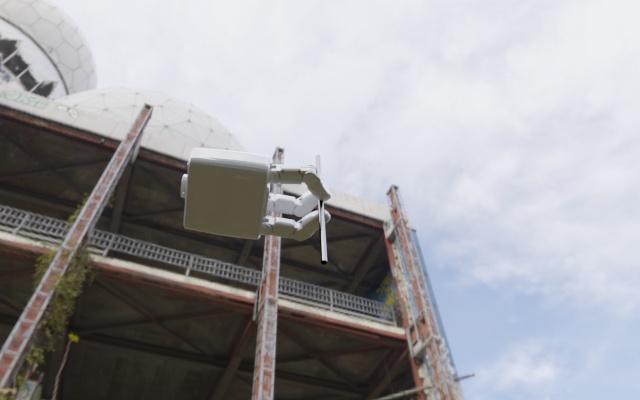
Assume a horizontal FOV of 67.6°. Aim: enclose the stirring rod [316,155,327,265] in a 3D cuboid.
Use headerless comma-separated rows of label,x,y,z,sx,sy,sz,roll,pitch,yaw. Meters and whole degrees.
stirring rod,0.000,0.002,0.674,0.011,0.011,0.239,0,37,-3
